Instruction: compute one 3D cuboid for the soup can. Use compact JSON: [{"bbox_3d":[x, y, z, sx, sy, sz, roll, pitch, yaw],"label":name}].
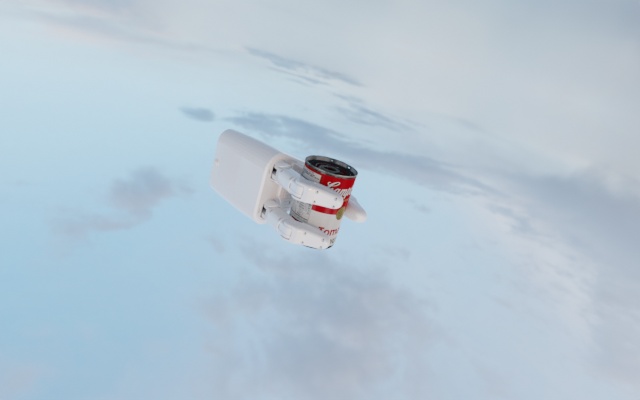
[{"bbox_3d":[0.000,0.002,0.607,0.068,0.102,0.068,15,20,-6],"label":"soup can"}]
